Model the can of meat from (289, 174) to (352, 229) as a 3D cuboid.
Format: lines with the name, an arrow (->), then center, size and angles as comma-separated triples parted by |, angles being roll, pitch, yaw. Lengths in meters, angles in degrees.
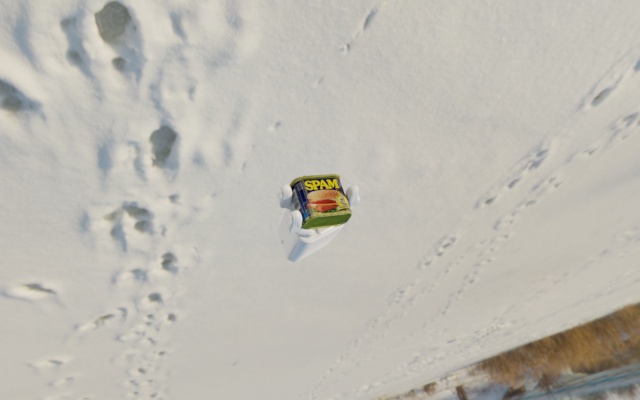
can of meat -> 0.000, 0.003, 0.875 | 0.102, 0.084, 0.057 | -5, -28, -29
